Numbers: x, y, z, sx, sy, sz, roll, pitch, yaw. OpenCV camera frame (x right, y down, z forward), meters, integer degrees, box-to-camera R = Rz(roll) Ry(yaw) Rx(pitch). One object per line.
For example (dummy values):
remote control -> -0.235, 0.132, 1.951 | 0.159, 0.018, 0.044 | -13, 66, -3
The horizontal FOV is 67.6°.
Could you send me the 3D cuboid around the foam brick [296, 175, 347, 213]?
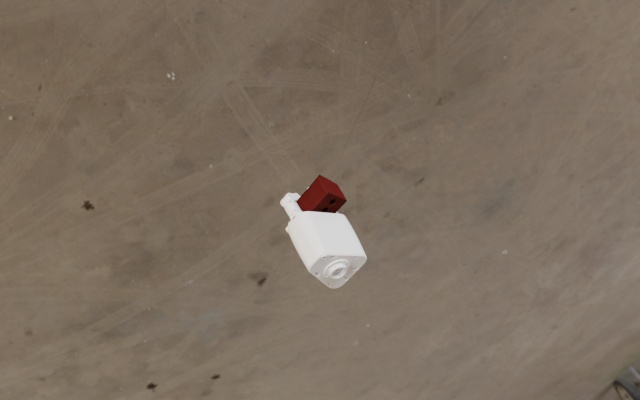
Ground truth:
foam brick -> 0.000, 0.003, 0.893 | 0.053, 0.078, 0.051 | 23, 27, -41
